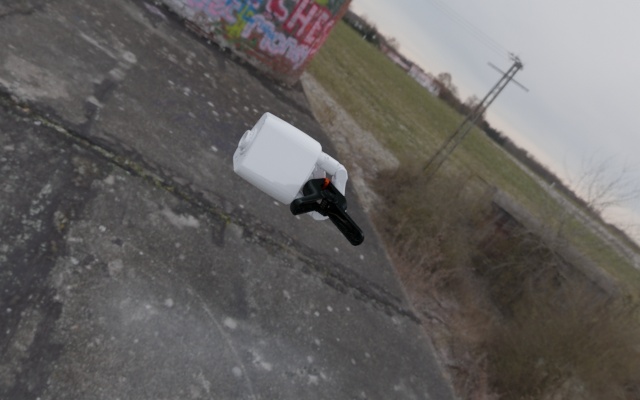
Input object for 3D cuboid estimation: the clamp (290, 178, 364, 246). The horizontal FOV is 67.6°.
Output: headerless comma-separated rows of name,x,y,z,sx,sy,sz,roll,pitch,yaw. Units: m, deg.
clamp,0.001,0.002,0.751,0.120,0.039,0.171,31,16,-23
